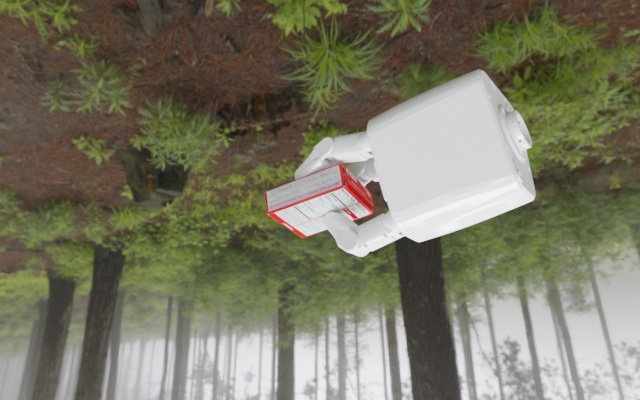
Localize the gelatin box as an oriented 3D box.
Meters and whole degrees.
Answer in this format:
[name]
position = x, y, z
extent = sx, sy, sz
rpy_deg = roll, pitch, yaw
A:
[gelatin box]
position = 0.000, 0.002, 0.485
extent = 0.089, 0.030, 0.073
rpy_deg = -21, -31, 20
